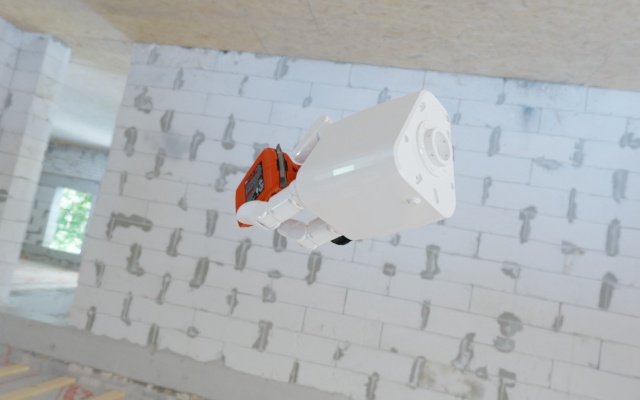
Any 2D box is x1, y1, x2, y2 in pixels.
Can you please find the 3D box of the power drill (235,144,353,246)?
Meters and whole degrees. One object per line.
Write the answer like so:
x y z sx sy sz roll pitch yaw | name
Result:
0.000 0.002 0.561 0.187 0.057 0.184 4 -31 -29 | power drill
